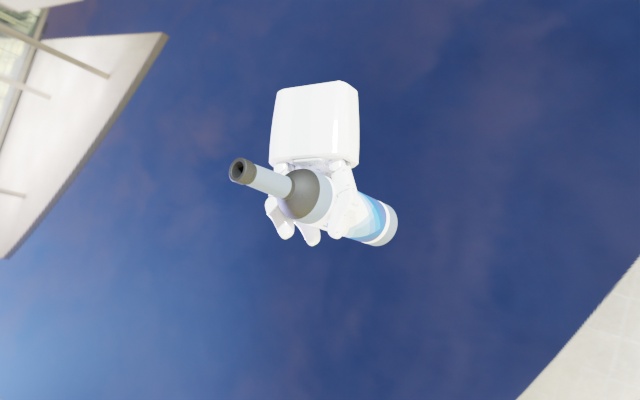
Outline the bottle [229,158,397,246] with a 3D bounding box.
[{"bbox_3d":[0.000,0.002,0.622,0.069,0.069,0.296,0,-14,39],"label":"bottle"}]
